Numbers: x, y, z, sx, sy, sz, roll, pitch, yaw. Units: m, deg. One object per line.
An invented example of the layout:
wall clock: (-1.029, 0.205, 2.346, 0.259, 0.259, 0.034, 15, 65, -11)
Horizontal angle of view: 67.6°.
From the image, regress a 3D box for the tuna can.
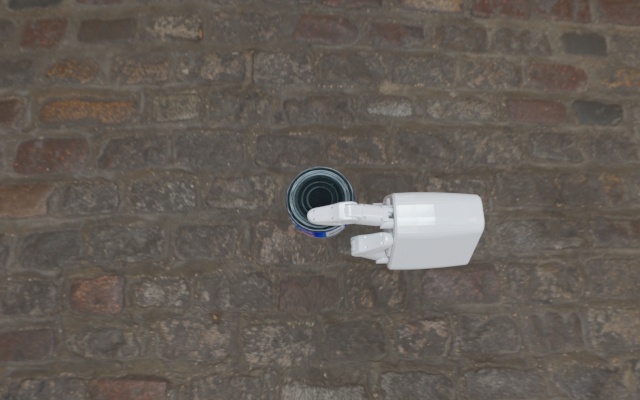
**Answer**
tuna can: (0.000, 0.002, 0.594, 0.086, 0.086, 0.034, 0, -16, 4)
